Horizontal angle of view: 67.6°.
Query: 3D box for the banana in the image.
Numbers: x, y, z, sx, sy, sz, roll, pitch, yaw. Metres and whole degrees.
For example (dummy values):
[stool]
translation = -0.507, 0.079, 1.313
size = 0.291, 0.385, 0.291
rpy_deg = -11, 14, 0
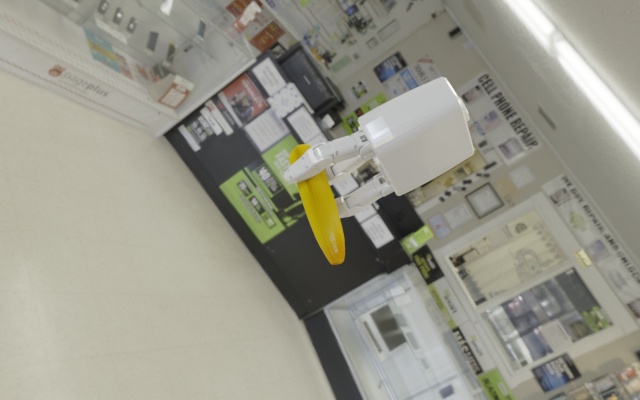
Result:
[banana]
translation = -0.006, -0.013, 0.572
size = 0.037, 0.070, 0.197
rpy_deg = -22, 41, 2
